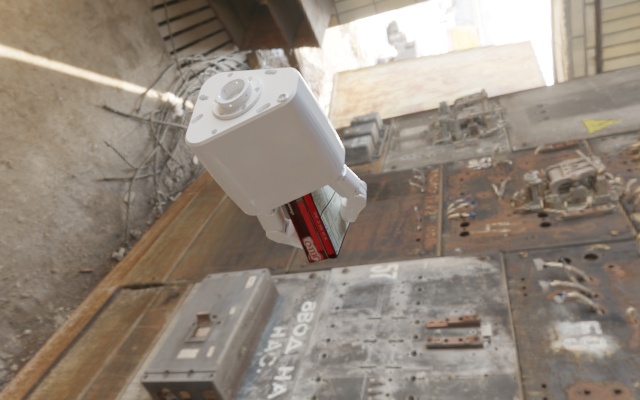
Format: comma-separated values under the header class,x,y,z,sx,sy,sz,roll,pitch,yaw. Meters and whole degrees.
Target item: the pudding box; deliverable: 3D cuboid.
class,x,y,z,sx,sy,sz,roll,pitch,yaw
pudding box,0.000,0.002,0.535,0.039,0.090,0.113,-11,24,23
